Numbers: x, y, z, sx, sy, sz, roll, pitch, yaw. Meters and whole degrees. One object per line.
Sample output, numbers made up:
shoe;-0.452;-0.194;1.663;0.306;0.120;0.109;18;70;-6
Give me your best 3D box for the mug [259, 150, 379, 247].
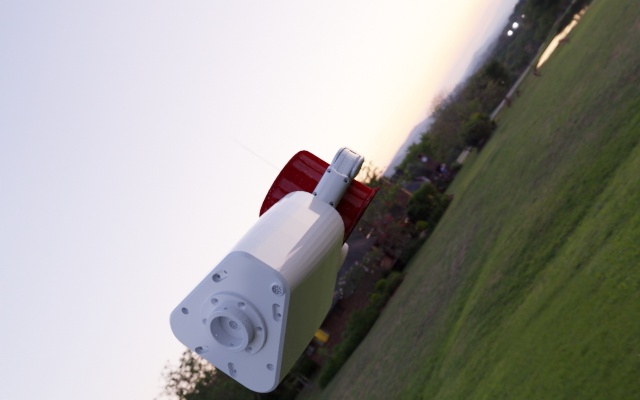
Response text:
mug;0.000;0.001;0.460;0.081;0.093;0.117;32;27;6
